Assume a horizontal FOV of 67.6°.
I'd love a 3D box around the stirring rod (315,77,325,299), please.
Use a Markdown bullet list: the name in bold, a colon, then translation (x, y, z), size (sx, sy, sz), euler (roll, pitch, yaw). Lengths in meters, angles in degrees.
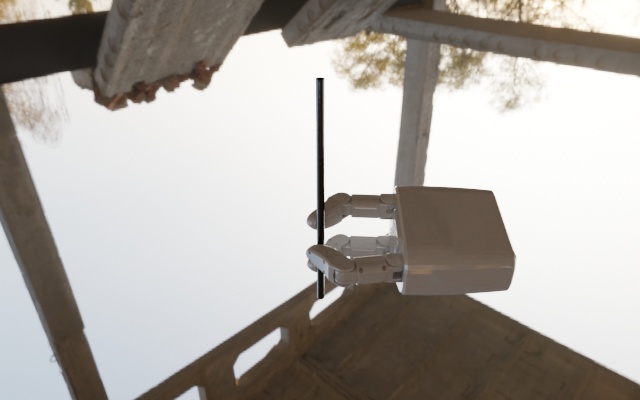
- **stirring rod**: translation (0.000, 0.001, 0.461), size (0.011, 0.240, 0.011), euler (0, 30, 0)
